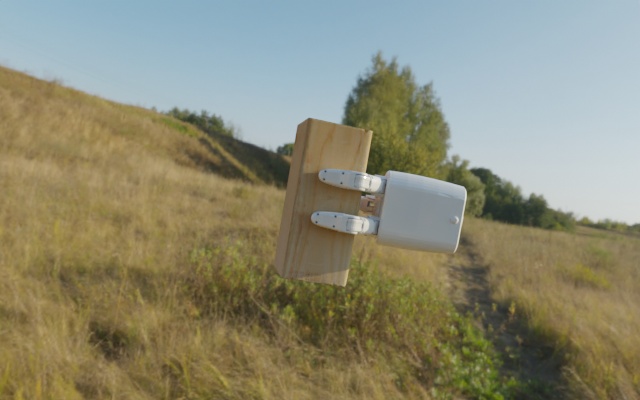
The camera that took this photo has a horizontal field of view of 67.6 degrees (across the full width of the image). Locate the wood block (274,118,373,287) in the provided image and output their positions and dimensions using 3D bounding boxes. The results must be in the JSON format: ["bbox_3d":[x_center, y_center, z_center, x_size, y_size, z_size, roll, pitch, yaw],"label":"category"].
[{"bbox_3d":[0.000,0.002,0.654,0.090,0.206,0.091,10,1,-12],"label":"wood block"}]
